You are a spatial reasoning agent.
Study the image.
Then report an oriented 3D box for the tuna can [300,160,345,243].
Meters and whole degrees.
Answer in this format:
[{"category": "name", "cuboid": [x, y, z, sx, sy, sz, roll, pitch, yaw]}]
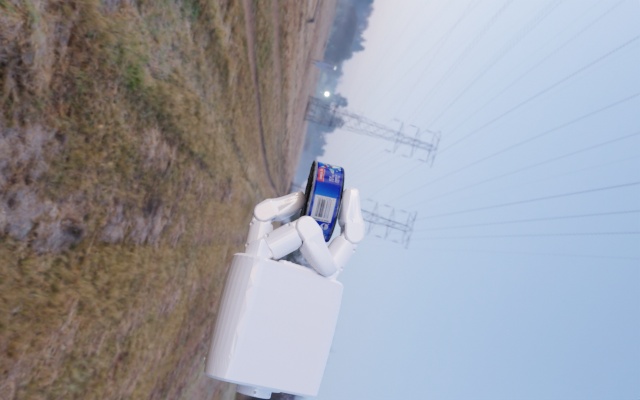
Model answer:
[{"category": "tuna can", "cuboid": [0.001, 0.002, 0.514, 0.034, 0.086, 0.086, 12, -1, -6]}]
